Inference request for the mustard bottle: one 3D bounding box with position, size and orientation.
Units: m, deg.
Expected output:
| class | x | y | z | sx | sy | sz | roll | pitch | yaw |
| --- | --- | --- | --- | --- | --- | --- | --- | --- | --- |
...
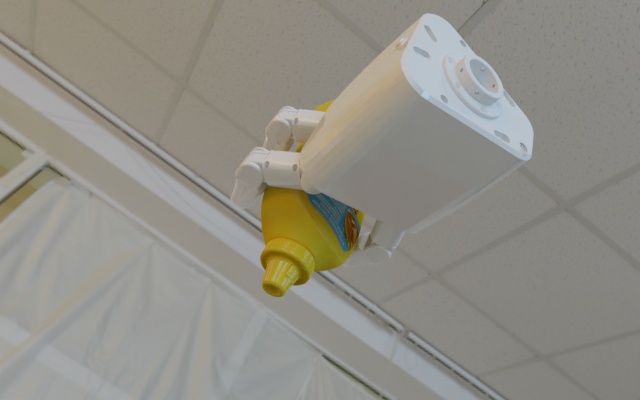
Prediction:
| class | x | y | z | sx | sy | sz | roll | pitch | yaw |
| --- | --- | --- | --- | --- | --- | --- | --- | --- | --- |
| mustard bottle | 0.000 | 0.001 | 0.403 | 0.058 | 0.096 | 0.191 | -11 | 35 | 34 |
